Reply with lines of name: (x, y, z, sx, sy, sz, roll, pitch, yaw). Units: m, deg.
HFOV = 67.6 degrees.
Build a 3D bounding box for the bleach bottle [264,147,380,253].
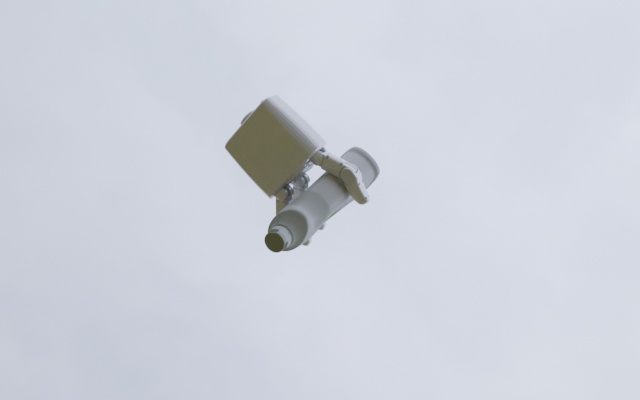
bleach bottle: (0.000, 0.002, 0.689, 0.103, 0.068, 0.250, -46, -3, 33)
